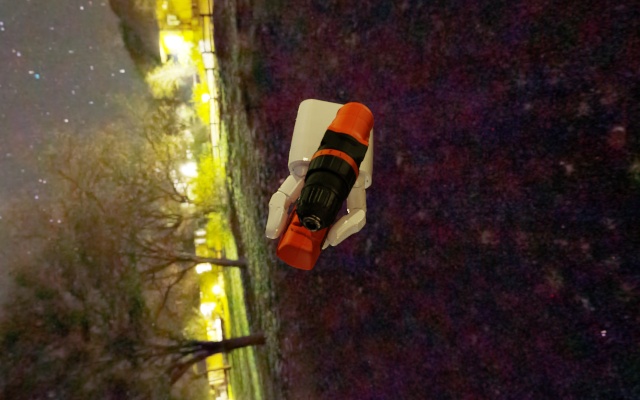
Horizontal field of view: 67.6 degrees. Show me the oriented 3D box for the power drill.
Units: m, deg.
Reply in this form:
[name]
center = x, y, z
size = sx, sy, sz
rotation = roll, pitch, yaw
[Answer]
[power drill]
center = 0.000, 0.002, 0.555
size = 0.057, 0.184, 0.188
rotation = 26, -42, 0
